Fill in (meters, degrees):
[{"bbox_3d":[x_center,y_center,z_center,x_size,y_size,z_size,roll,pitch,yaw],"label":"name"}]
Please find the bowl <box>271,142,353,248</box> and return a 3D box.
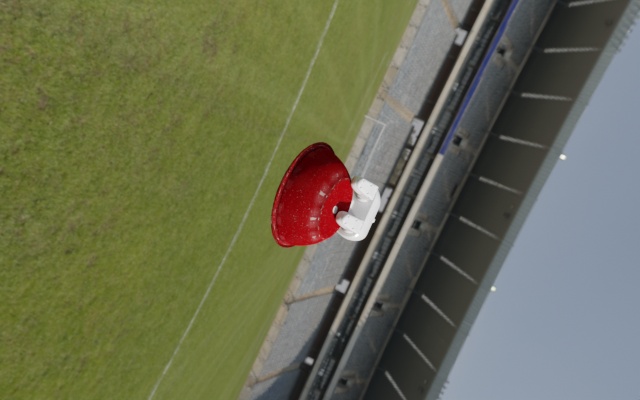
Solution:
[{"bbox_3d":[0.000,0.002,0.673,0.055,0.162,0.162,23,10,26],"label":"bowl"}]
